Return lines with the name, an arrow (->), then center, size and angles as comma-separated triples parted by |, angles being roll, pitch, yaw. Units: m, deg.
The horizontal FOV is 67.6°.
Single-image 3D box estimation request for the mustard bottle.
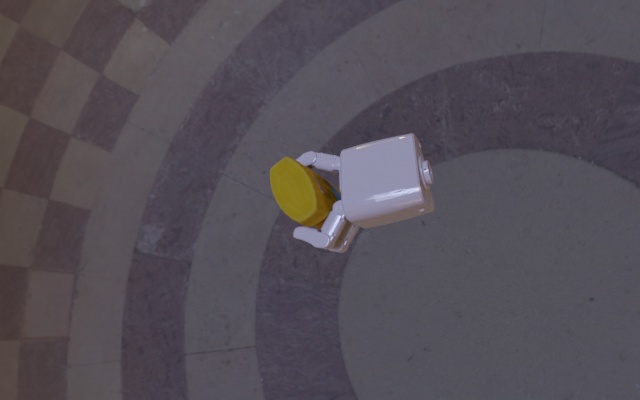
mustard bottle -> 0.000, 0.002, 0.712 | 0.058, 0.096, 0.192 | -37, -23, 13
